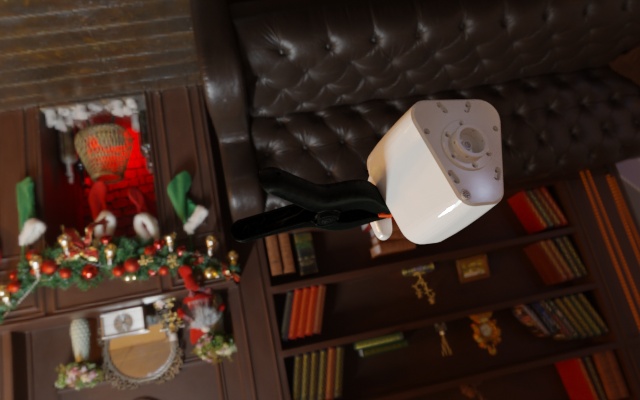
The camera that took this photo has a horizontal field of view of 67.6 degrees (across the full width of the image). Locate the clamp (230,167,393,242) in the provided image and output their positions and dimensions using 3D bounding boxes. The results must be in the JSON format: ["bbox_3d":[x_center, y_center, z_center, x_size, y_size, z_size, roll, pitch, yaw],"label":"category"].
[{"bbox_3d":[0.000,0.002,0.476,0.171,0.039,0.120,-7,-21,-19],"label":"clamp"}]
